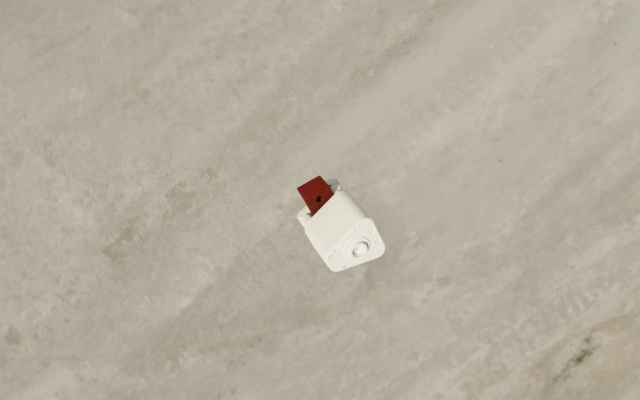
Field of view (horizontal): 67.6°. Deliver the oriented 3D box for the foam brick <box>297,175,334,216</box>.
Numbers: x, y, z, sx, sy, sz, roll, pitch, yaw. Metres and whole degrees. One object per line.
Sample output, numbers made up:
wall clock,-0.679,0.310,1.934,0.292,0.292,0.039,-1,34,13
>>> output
foam brick,0.000,0.003,0.898,0.053,0.078,0.051,-32,34,-3
